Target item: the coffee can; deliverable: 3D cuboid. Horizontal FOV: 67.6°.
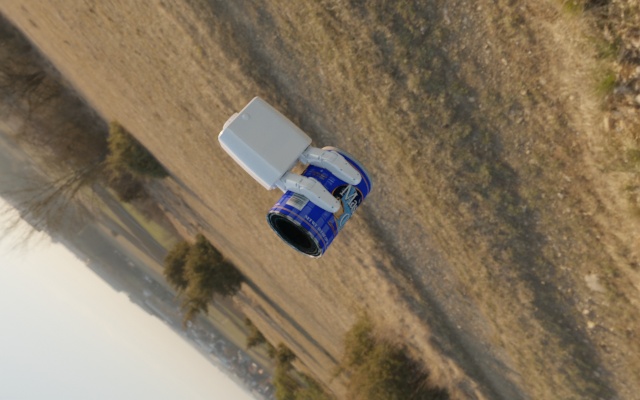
[{"bbox_3d":[0.000,0.002,0.727,0.103,0.140,0.103,31,-24,16],"label":"coffee can"}]
